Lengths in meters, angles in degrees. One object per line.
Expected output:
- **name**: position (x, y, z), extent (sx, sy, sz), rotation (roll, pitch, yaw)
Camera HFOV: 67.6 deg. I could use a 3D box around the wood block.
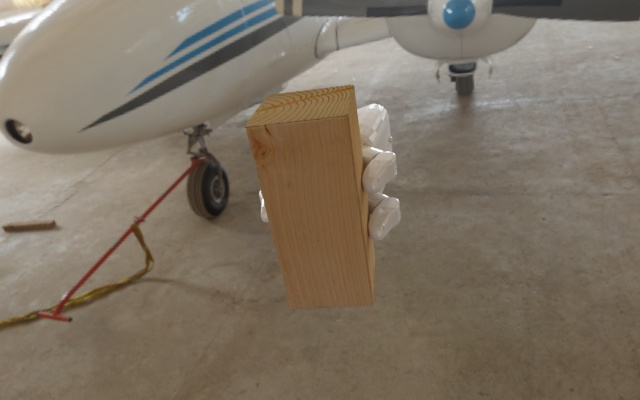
- **wood block**: position (0.000, 0.001, 0.482), extent (0.091, 0.206, 0.090), rotation (-4, 29, 11)
